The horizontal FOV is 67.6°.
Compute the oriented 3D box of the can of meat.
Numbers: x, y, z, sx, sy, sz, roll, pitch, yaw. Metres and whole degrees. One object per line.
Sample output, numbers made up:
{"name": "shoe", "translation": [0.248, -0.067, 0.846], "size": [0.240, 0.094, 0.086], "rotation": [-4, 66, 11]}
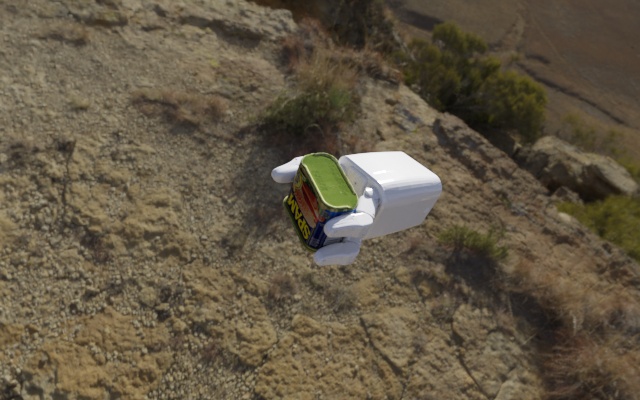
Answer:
{"name": "can of meat", "translation": [0.000, 0.002, 0.609], "size": [0.057, 0.102, 0.084], "rotation": [-7, -39, -28]}
